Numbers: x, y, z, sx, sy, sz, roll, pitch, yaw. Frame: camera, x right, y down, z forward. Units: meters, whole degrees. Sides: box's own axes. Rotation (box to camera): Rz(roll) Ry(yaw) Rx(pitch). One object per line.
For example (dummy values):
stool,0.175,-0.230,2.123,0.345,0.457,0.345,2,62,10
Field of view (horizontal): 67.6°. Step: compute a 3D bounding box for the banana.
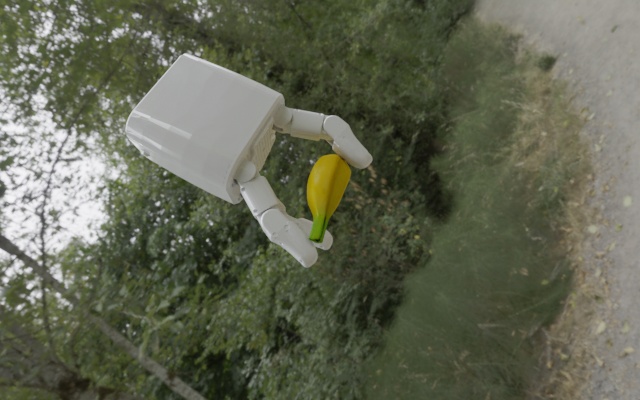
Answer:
banana,0.007,-0.015,0.488,0.037,0.069,0.197,23,11,2
